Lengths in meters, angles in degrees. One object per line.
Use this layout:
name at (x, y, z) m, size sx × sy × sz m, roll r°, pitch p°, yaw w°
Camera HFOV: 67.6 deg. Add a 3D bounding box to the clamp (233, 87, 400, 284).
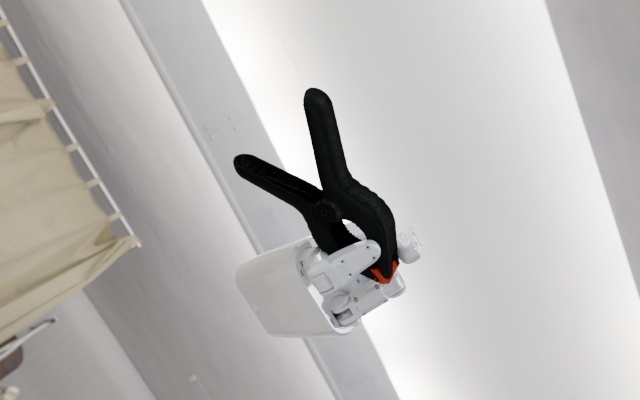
clamp at (0.001, 0.001, 0.408) m, size 0.120 × 0.171 × 0.039 m, roll -20°, pitch 15°, yaw 46°
